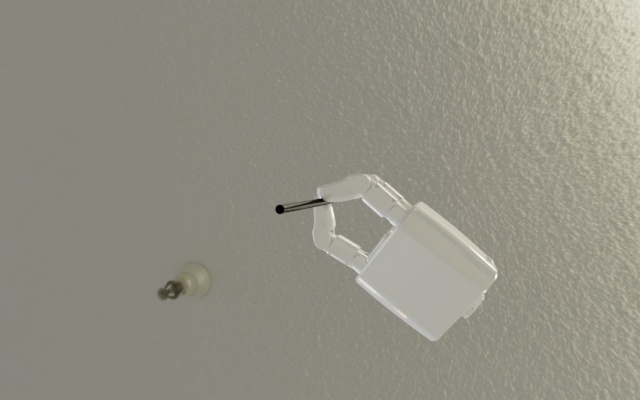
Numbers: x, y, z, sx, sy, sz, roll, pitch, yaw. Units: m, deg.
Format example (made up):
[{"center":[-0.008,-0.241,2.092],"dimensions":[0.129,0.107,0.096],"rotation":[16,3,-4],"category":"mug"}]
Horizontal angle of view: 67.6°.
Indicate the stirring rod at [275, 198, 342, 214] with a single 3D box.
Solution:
[{"center":[0.000,0.002,0.503],"dimensions":[0.011,0.011,0.239],"rotation":[0,3,16],"category":"stirring rod"}]
